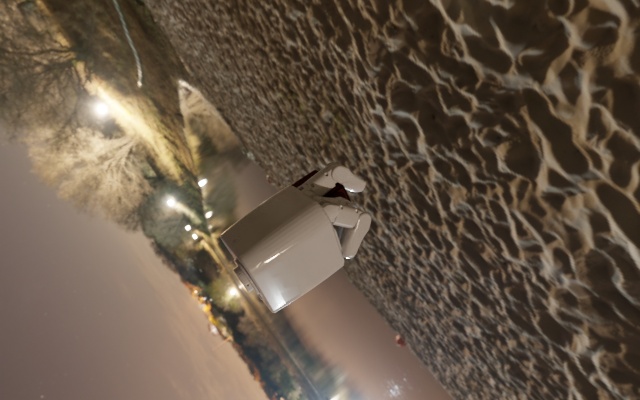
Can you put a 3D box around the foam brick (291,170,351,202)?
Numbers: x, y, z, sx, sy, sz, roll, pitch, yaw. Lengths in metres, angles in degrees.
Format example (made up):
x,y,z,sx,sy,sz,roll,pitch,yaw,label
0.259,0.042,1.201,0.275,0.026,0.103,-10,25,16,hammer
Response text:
x,y,z,sx,sy,sz,roll,pitch,yaw,label
0.000,0.002,0.627,0.051,0.053,0.078,-35,31,-14,foam brick
